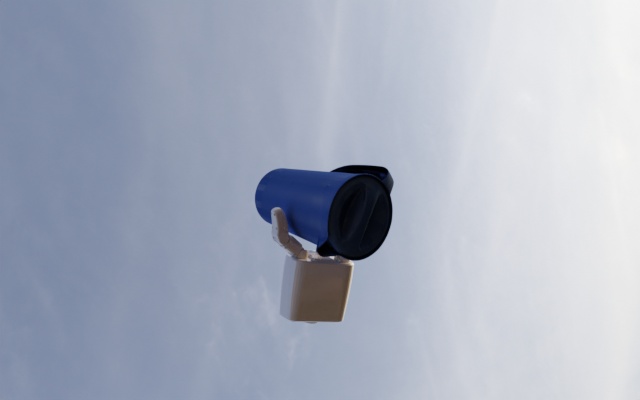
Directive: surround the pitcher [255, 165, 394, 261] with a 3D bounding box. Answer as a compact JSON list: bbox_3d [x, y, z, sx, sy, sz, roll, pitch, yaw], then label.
[{"bbox_3d":[0.000,0.003,0.809,0.149,0.145,0.243,2,7,-38],"label":"pitcher"}]
